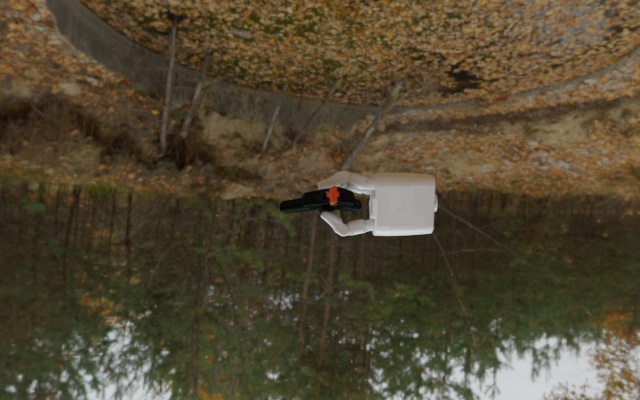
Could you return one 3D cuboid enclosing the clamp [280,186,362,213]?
[{"bbox_3d":[0.000,0.004,0.872,0.164,0.036,0.210,-3,-6,0],"label":"clamp"}]
